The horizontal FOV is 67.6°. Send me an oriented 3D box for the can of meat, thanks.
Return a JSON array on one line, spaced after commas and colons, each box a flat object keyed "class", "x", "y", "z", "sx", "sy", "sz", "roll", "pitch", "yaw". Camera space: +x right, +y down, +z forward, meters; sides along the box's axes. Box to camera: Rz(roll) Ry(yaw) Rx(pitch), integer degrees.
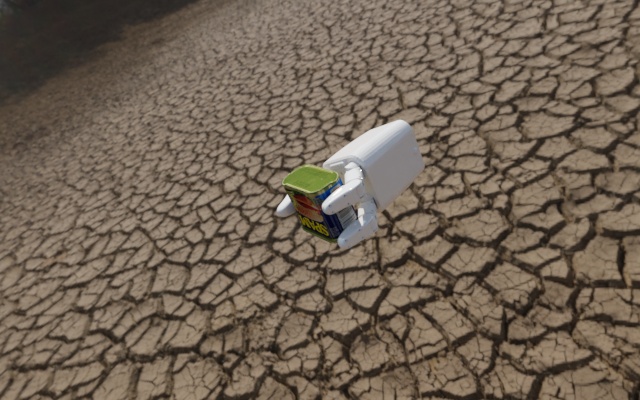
[{"class": "can of meat", "x": 0.000, "y": 0.002, "z": 0.662, "sx": 0.057, "sy": 0.084, "sz": 0.102, "roll": -38, "pitch": 30, "yaw": -22}]
